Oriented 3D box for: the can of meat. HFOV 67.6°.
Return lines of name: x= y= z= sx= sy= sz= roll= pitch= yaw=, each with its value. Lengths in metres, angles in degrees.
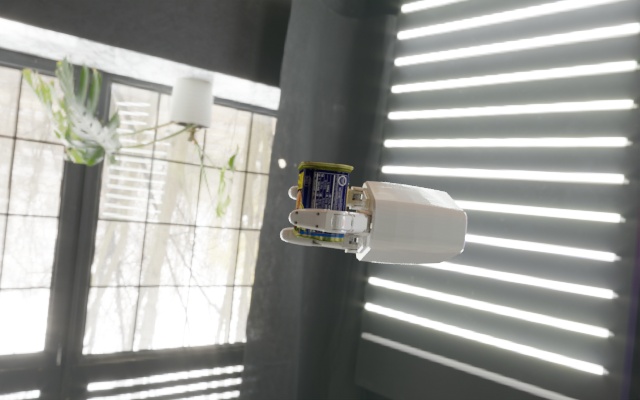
can of meat: x=0.000 y=0.002 z=0.553 sx=0.057 sy=0.084 sz=0.102 roll=5 pitch=0 yaw=-7
